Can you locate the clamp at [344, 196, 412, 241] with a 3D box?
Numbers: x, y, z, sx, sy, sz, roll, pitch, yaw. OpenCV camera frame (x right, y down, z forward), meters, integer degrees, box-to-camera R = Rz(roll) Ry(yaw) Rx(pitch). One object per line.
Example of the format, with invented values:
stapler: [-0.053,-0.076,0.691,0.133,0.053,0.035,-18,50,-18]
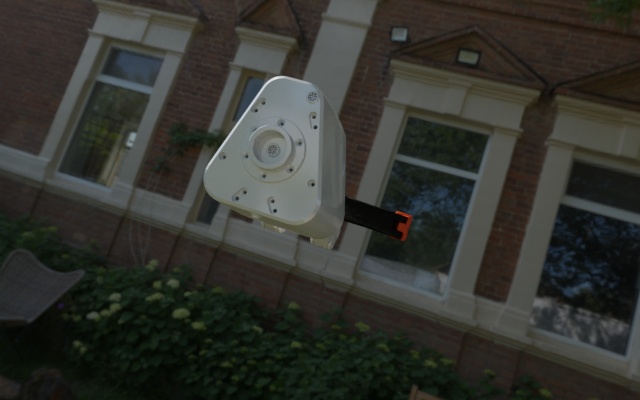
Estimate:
clamp: [0.001,0.001,0.550,0.210,0.036,0.164,17,-2,12]
